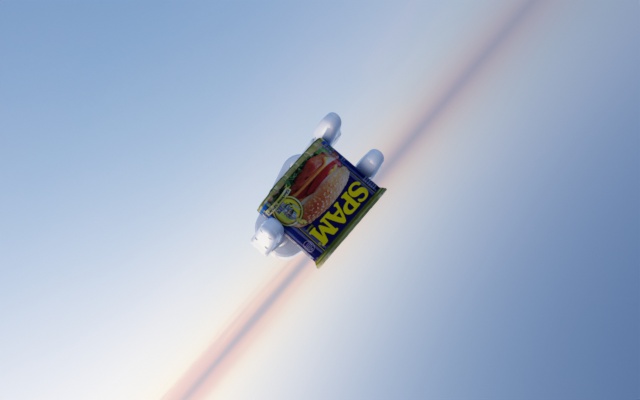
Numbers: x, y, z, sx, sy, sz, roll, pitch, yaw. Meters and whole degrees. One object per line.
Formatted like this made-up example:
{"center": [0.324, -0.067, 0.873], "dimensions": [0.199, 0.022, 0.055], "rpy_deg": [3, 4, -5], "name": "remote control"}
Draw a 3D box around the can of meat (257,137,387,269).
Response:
{"center": [0.000, 0.001, 0.471], "dimensions": [0.084, 0.102, 0.057], "rpy_deg": [41, -8, 4], "name": "can of meat"}
